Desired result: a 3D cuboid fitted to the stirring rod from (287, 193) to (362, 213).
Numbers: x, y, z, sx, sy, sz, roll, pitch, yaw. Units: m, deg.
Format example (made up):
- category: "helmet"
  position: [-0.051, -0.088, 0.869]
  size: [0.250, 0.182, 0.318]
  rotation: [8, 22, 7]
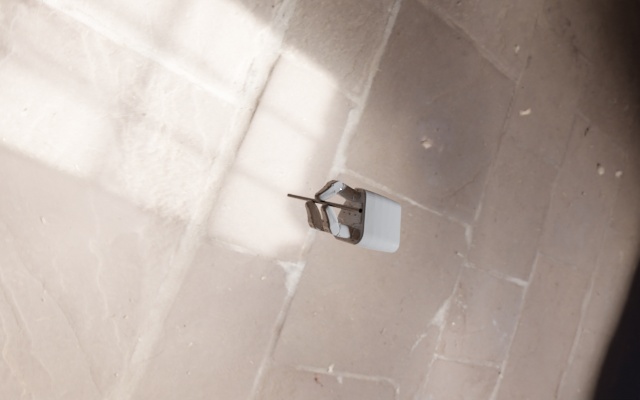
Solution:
- category: "stirring rod"
  position: [0.000, 0.003, 0.889]
  size: [0.011, 0.011, 0.239]
  rotation: [0, 7, -34]
